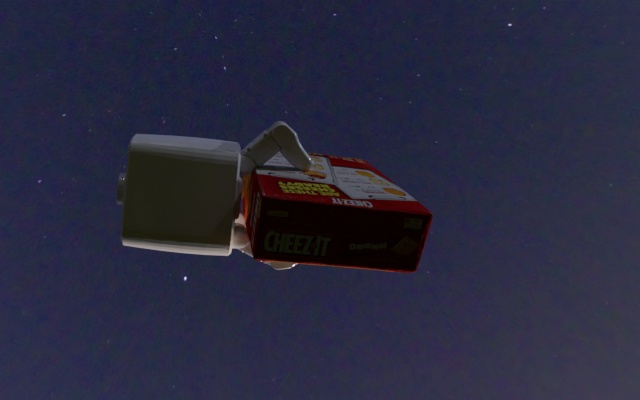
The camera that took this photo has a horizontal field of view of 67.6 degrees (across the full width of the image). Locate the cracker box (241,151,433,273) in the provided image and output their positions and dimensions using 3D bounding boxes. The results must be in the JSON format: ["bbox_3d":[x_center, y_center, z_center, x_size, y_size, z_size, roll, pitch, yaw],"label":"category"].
[{"bbox_3d":[0.000,0.002,0.531,0.164,0.072,0.213,6,17,-15],"label":"cracker box"}]
